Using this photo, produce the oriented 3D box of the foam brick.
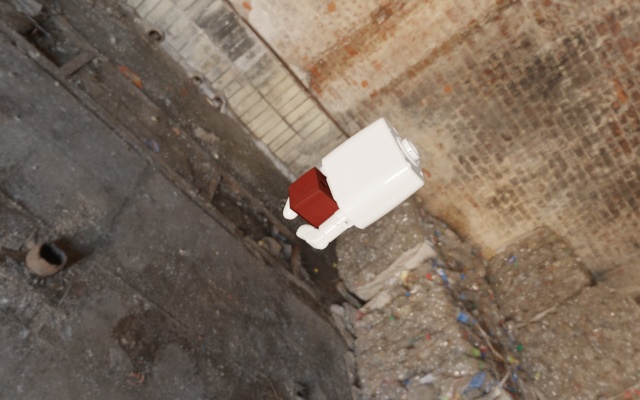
[{"bbox_3d":[0.000,0.002,0.662,0.051,0.053,0.078,-36,-55,21],"label":"foam brick"}]
